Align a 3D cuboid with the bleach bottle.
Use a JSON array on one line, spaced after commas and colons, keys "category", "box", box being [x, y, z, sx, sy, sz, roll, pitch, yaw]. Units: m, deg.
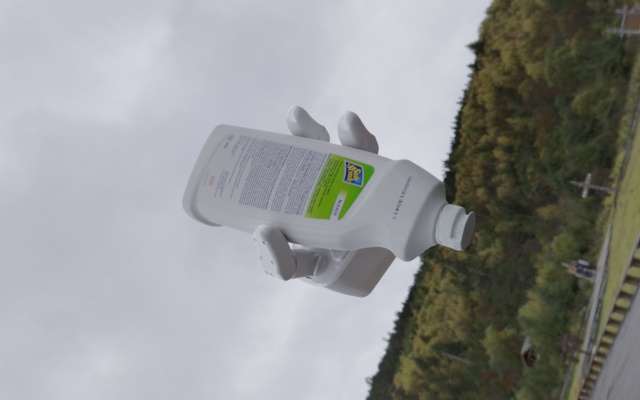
[{"category": "bleach bottle", "box": [0.000, 0.001, 0.406, 0.251, 0.102, 0.068, 16, -9, 31]}]
